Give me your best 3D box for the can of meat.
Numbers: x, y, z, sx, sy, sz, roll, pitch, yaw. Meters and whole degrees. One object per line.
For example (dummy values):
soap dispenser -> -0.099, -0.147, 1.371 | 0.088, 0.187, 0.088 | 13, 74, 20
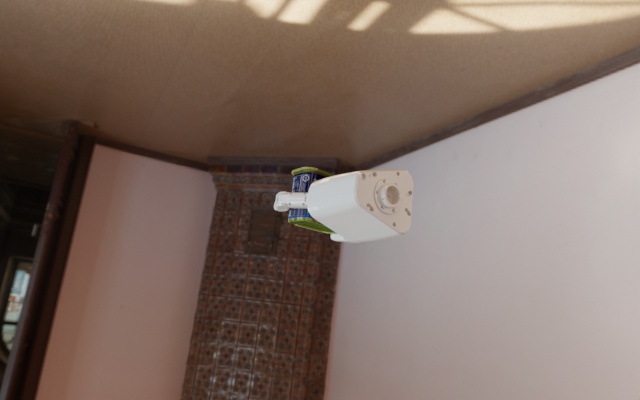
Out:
can of meat -> 0.000, 0.003, 0.757 | 0.102, 0.084, 0.057 | 17, -17, -36
